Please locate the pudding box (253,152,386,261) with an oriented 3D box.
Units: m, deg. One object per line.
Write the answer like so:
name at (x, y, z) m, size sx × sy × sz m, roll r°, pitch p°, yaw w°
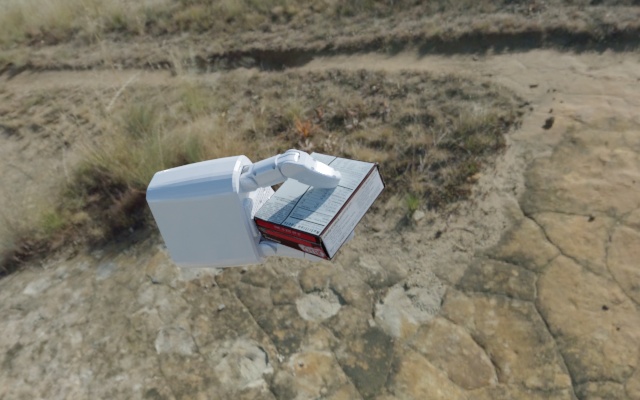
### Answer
pudding box at (0.000, 0.001, 0.492) m, size 0.090 × 0.039 × 0.113 m, roll 15°, pitch 53°, yaw 36°
